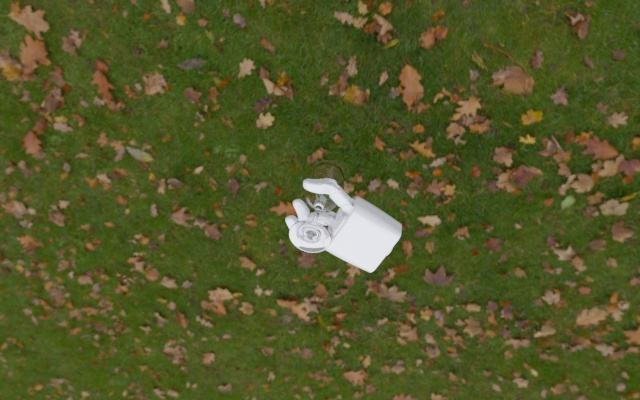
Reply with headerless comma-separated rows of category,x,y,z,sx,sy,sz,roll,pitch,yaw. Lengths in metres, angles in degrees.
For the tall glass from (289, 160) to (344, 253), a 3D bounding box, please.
tall glass,0.000,0.003,0.897,0.079,0.079,0.201,0,38,13
